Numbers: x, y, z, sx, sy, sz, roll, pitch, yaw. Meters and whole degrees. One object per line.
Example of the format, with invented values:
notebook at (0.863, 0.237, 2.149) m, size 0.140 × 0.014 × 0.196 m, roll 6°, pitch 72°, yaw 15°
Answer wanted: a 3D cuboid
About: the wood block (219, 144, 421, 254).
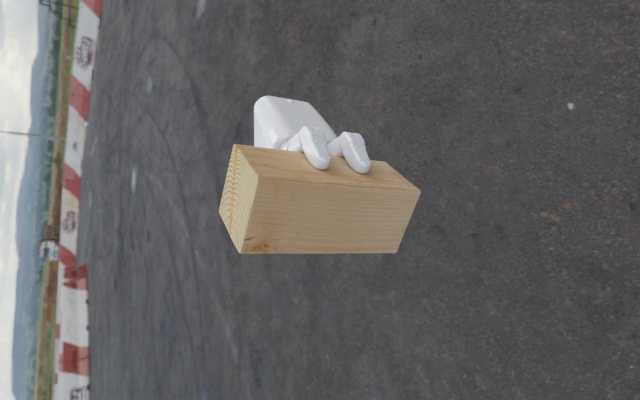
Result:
wood block at (0.000, 0.002, 0.558) m, size 0.206 × 0.091 × 0.090 m, roll 3°, pitch 27°, yaw -30°
